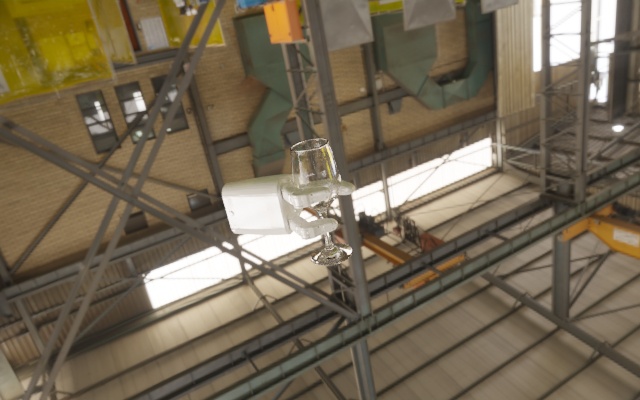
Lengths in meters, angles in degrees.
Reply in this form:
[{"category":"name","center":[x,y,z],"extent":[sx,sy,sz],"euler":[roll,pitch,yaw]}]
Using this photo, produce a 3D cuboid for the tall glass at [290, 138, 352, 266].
[{"category":"tall glass","center":[0.000,0.003,0.783],"extent":[0.079,0.201,0.079],"euler":[-9,22,4]}]
